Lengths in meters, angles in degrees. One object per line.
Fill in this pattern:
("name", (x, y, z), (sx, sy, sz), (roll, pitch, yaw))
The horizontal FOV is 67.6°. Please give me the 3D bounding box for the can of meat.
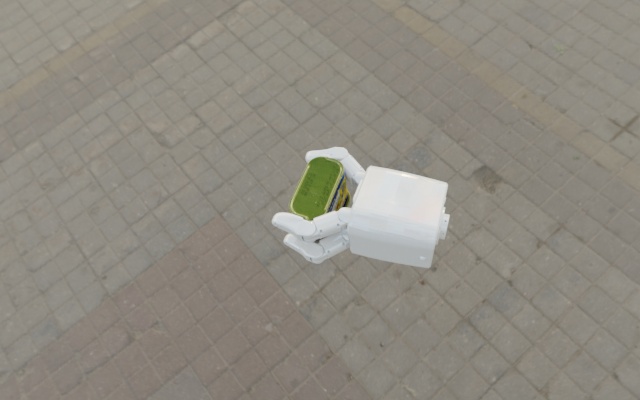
("can of meat", (0.000, 0.002, 0.650), (0.057, 0.102, 0.084), (16, -25, 16))
